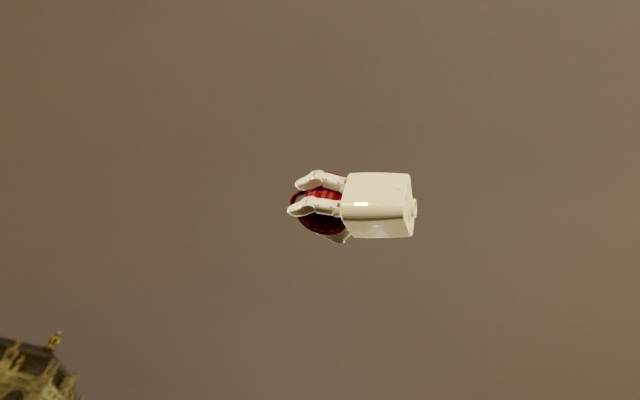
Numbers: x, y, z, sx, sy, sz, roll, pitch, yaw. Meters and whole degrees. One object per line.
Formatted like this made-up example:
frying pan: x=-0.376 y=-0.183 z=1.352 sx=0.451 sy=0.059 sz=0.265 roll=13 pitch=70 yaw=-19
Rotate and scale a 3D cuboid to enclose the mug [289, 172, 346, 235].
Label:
mug: x=-0.001 y=0.003 z=0.879 sx=0.117 sy=0.081 sz=0.093 roll=1 pitch=-44 yaw=19
